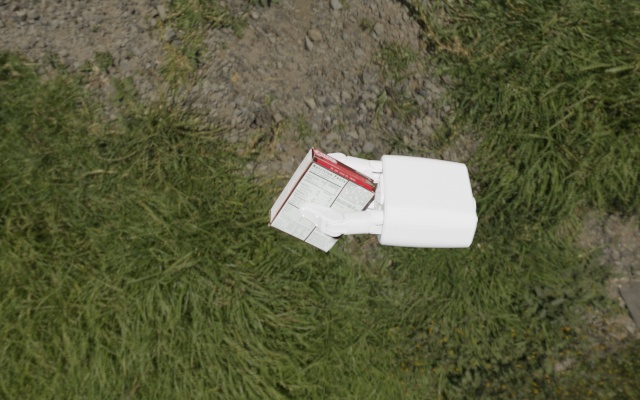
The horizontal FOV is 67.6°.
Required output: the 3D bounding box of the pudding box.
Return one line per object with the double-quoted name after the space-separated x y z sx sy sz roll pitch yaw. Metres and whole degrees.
0.000 0.002 0.590 0.090 0.113 0.039 27 28 -16 "pudding box"
